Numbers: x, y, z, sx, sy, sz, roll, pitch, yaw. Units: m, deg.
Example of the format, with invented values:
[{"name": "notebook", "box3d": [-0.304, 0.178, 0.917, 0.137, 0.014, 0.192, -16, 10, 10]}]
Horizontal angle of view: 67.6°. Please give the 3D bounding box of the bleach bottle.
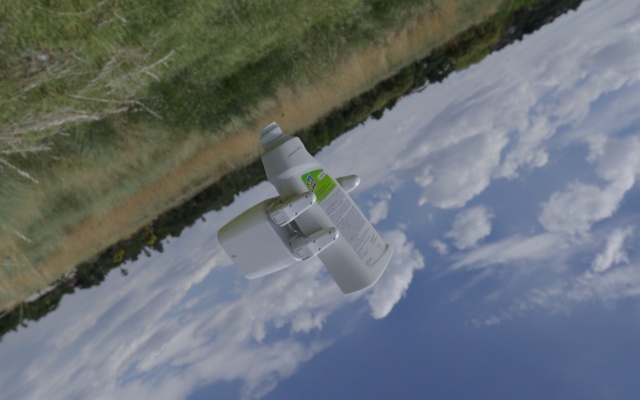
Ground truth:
[{"name": "bleach bottle", "box3d": [0.000, 0.002, 0.657, 0.068, 0.251, 0.102, -27, 12, 35]}]
